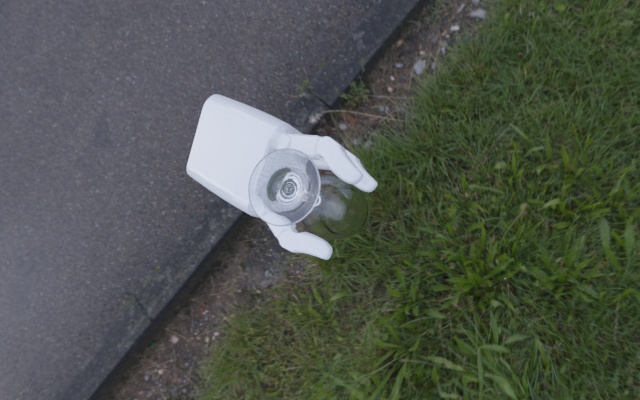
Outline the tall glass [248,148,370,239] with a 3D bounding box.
[{"bbox_3d":[0.000,0.002,0.536,0.079,0.079,0.201,0,-9,21],"label":"tall glass"}]
